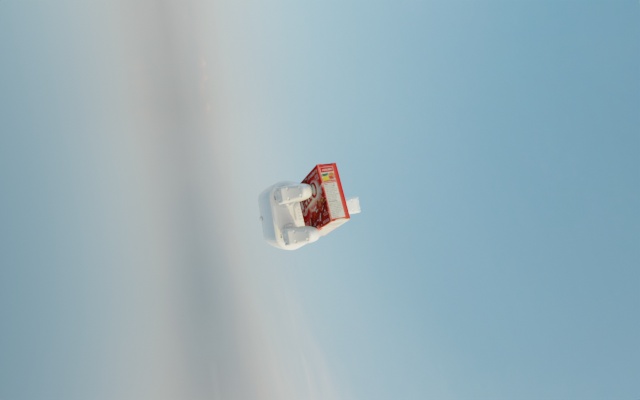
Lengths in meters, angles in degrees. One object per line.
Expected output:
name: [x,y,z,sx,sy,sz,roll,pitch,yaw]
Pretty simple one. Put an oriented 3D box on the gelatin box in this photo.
gelatin box: [0.001,0.002,0.606,0.030,0.073,0.089,-8,-14,-23]
